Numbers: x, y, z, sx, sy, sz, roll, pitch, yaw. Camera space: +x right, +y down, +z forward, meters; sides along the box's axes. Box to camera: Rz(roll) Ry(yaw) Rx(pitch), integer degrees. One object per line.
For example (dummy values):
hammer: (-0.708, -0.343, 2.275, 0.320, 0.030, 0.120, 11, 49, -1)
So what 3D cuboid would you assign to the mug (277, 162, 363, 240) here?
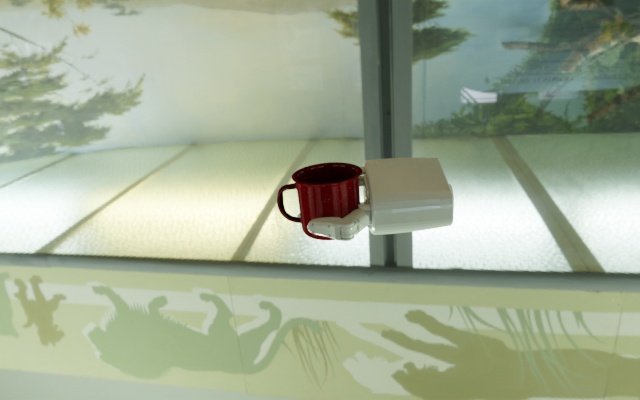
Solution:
mug: (-0.001, 0.002, 0.639, 0.117, 0.081, 0.093, -4, 21, 3)
